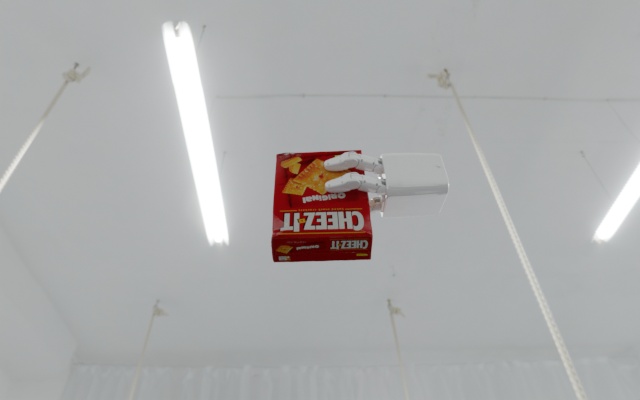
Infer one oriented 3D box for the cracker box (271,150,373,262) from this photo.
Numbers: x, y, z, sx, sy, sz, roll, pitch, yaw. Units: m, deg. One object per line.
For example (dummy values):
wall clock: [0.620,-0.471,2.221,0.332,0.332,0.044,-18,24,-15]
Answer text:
cracker box: [0.000,0.003,0.840,0.164,0.072,0.213,-2,45,0]
